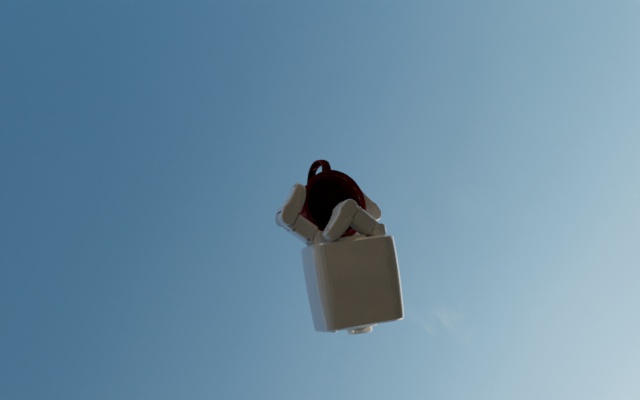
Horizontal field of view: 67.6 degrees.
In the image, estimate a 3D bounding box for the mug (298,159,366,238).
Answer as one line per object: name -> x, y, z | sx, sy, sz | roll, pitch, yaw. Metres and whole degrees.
mug -> 0.000, 0.001, 0.657 | 0.093, 0.117, 0.081 | -2, -13, -29
